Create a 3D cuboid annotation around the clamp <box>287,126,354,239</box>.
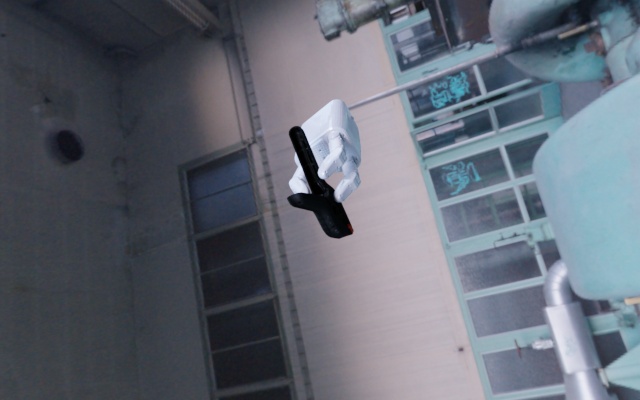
[{"bbox_3d":[0.000,0.003,0.771,0.036,0.210,0.164,-19,37,18],"label":"clamp"}]
